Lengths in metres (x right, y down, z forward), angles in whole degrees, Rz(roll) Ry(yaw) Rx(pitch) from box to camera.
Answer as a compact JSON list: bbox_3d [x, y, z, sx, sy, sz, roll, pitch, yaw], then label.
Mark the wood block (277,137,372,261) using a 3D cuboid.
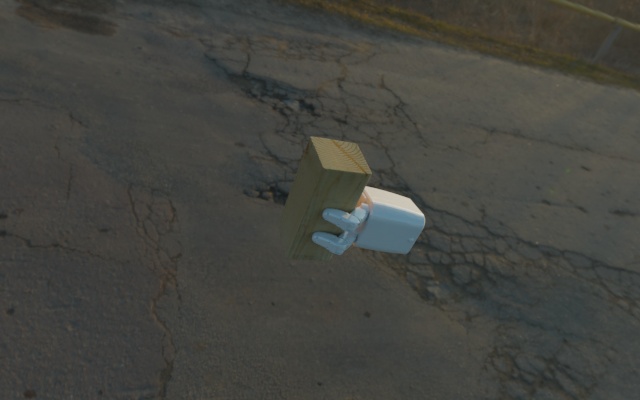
[{"bbox_3d":[0.000,0.002,0.838,0.090,0.206,0.090,6,39,-23],"label":"wood block"}]
